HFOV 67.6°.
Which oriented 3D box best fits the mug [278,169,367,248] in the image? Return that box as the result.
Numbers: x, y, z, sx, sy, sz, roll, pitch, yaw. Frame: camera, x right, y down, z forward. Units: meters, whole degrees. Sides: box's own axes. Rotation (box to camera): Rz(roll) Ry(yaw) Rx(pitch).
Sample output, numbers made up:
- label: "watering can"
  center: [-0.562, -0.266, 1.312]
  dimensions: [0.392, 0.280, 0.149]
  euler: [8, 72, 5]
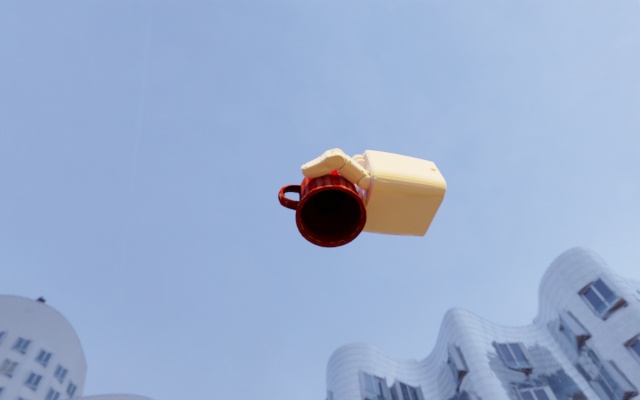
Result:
- label: "mug"
  center: [-0.001, 0.002, 0.650]
  dimensions: [0.117, 0.093, 0.081]
  euler: [9, 27, -8]
